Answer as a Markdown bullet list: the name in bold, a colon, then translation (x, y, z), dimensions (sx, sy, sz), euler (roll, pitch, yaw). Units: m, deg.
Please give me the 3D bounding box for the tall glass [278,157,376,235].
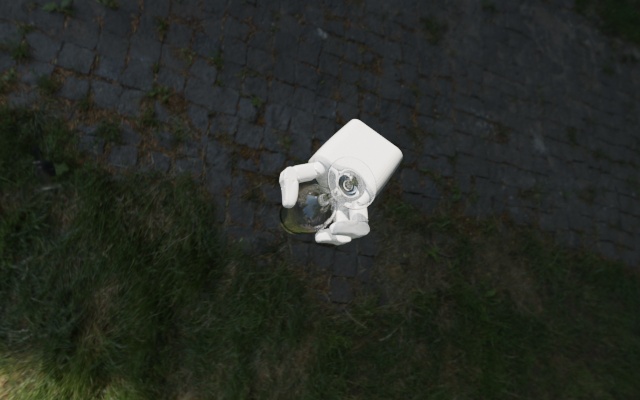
- **tall glass**: translation (0.000, 0.002, 0.718), dimensions (0.079, 0.079, 0.201), euler (0, -15, -27)
